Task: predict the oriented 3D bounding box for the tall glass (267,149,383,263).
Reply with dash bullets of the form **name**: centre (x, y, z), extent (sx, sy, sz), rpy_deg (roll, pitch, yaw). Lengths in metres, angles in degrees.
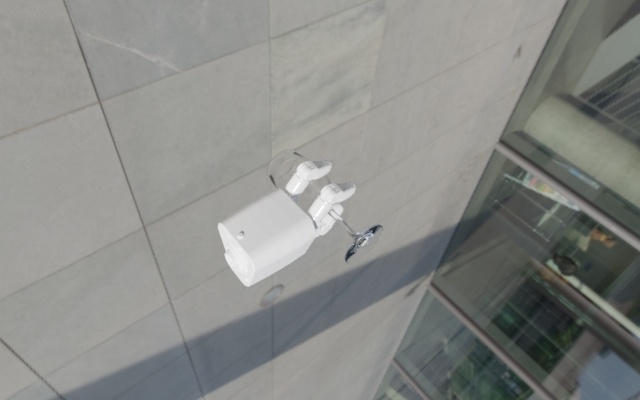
- **tall glass**: centre (0.001, 0.003, 0.737), extent (0.201, 0.079, 0.079), rpy_deg (44, 24, 27)
